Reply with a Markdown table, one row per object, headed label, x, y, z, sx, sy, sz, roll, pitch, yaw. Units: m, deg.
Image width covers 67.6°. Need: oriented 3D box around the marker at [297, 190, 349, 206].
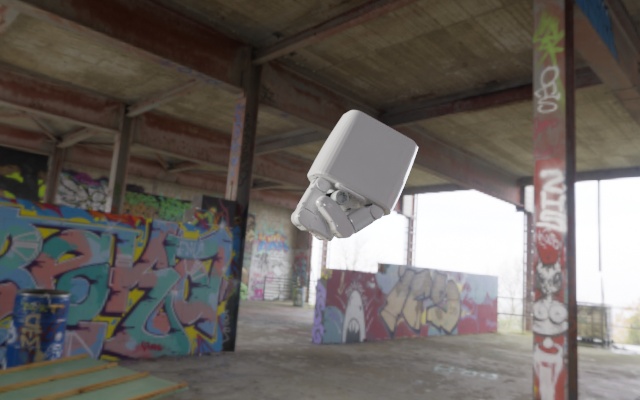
| label | x | y | z | sx | sy | sz | roll | pitch | yaw |
| --- | --- | --- | --- | --- | --- | --- | --- | --- | --- |
| marker | 0.000 | 0.002 | 0.638 | 0.020 | 0.020 | 0.121 | 0 | -6 | -27 |
